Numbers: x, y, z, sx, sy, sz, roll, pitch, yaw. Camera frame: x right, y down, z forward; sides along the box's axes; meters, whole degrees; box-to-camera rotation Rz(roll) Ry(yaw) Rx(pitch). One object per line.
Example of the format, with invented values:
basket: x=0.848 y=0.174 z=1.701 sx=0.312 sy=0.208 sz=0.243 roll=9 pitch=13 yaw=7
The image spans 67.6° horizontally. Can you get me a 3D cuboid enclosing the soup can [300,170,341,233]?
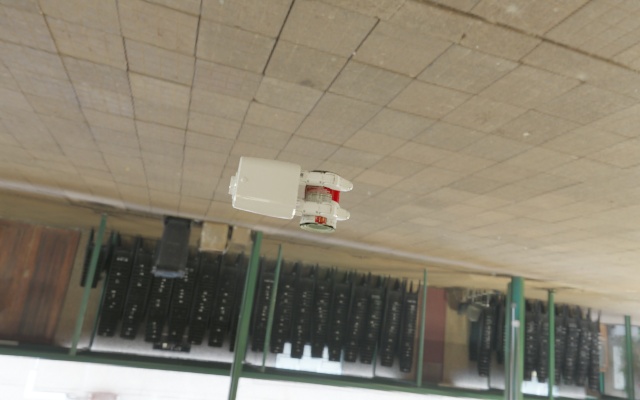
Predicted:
soup can: x=0.001 y=0.003 z=0.881 sx=0.068 sy=0.102 sz=0.068 roll=6 pitch=-15 yaw=2
